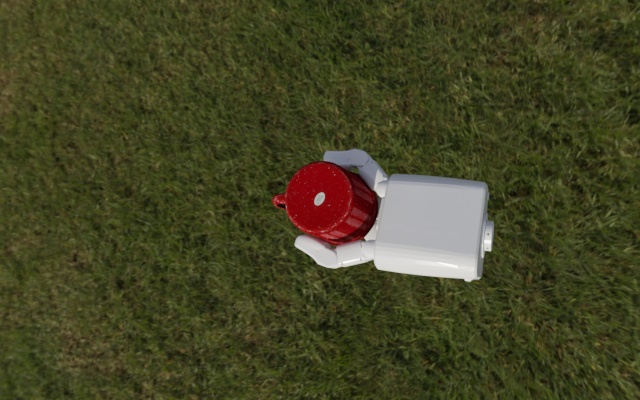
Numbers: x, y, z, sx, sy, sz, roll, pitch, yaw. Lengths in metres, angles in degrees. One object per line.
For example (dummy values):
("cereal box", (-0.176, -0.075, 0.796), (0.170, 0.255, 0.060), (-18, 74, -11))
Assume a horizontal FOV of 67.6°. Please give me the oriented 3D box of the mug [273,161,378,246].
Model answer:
("mug", (-0.001, 0.002, 0.550), (0.117, 0.093, 0.081), (4, -8, 22))
